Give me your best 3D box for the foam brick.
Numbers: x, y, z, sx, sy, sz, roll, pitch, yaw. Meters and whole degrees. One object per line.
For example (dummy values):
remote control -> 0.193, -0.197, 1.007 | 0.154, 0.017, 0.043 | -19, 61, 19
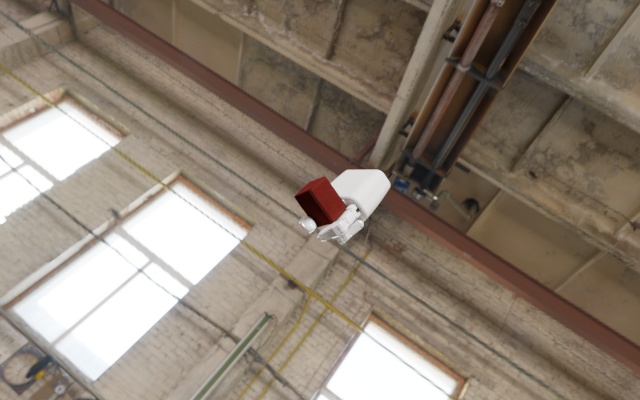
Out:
foam brick -> 0.000, 0.003, 0.895 | 0.053, 0.078, 0.051 | -18, 22, 51
